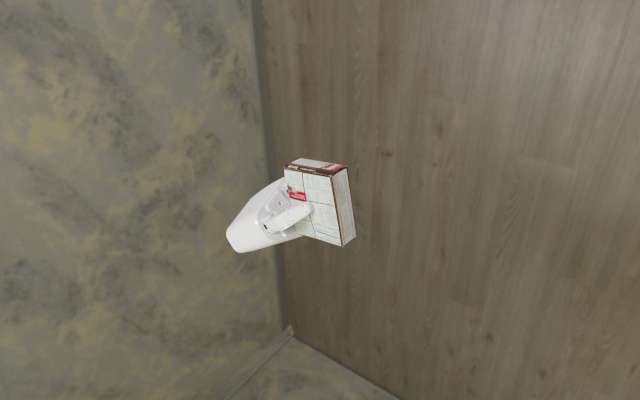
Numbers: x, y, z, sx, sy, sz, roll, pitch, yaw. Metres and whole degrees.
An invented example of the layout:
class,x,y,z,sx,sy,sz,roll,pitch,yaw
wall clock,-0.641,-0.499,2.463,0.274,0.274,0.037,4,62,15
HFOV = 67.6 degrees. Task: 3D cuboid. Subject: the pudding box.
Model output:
class,x,y,z,sx,sy,sz,roll,pitch,yaw
pudding box,0.000,0.002,0.667,0.090,0.113,0.039,12,35,38
